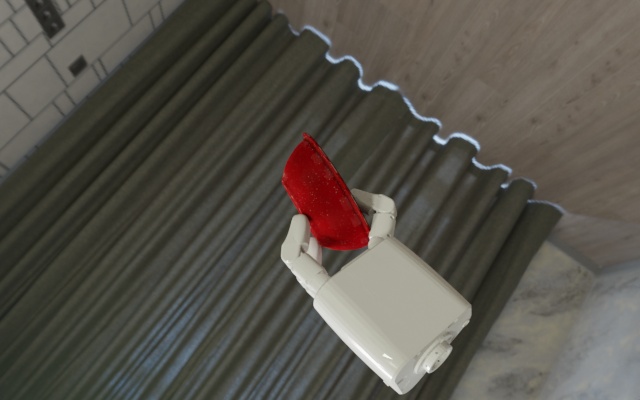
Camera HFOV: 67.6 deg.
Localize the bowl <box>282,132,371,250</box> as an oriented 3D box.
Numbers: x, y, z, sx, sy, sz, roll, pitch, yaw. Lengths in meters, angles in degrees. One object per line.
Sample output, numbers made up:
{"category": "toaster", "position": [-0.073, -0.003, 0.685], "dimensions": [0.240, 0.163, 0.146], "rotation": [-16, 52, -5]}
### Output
{"category": "bowl", "position": [-0.001, 0.001, 0.569], "dimensions": [0.055, 0.162, 0.162], "rotation": [-31, 2, -4]}
